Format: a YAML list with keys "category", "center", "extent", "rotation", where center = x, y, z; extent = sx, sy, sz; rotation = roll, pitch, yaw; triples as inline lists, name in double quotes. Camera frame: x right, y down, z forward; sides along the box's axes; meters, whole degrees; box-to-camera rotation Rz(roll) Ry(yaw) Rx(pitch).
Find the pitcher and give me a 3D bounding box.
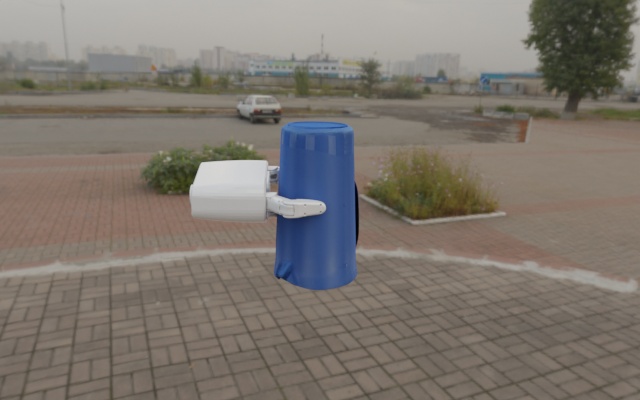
- category: "pitcher"
  center: [0.000, 0.002, 0.744]
  extent: [0.145, 0.243, 0.149]
  rotation: [0, 15, -4]
